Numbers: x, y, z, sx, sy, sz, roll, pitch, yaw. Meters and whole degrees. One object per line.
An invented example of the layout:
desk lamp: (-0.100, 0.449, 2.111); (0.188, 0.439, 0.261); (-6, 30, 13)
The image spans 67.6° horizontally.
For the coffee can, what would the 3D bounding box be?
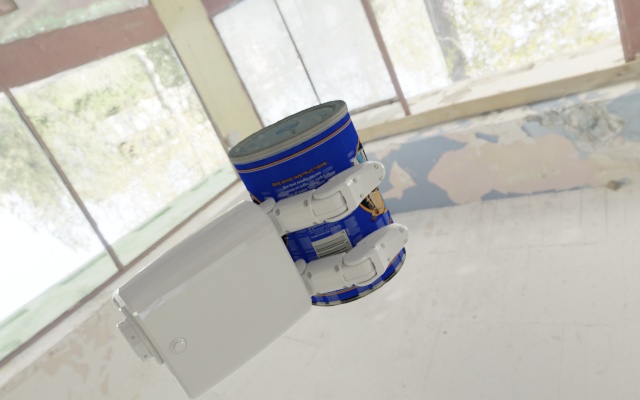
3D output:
coffee can: (0.000, 0.001, 0.401); (0.103, 0.140, 0.102); (-22, 19, 8)
